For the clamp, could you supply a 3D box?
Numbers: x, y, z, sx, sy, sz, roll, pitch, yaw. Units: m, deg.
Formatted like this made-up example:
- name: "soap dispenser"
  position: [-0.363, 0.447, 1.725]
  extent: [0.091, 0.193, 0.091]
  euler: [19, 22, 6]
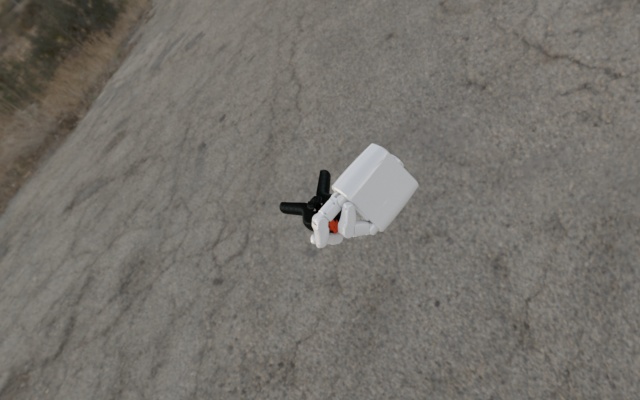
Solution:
- name: "clamp"
  position: [0.000, 0.003, 0.882]
  extent: [0.039, 0.120, 0.171]
  euler: [45, -6, -36]
